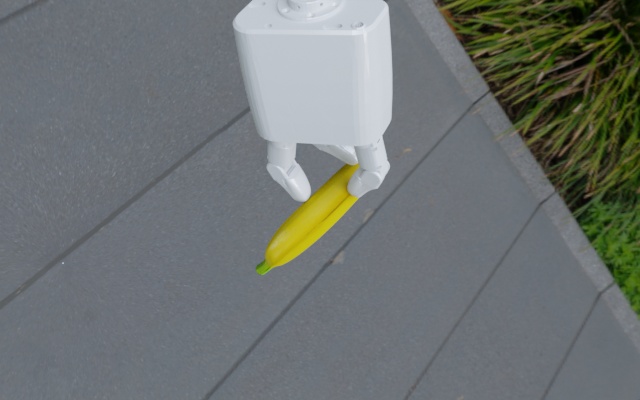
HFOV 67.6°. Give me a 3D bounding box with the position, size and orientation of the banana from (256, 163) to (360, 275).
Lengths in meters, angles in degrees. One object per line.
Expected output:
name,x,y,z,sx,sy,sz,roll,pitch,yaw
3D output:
banana,0.005,0.003,0.514,0.197,0.037,0.069,-43,13,-18
